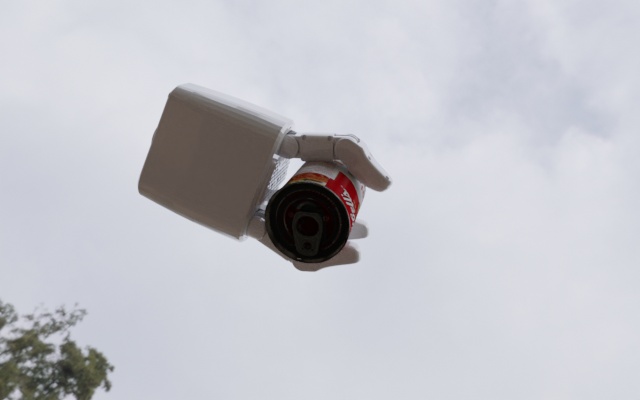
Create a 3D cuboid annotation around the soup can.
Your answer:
[{"bbox_3d":[0.001,0.001,0.411,0.068,0.068,0.102,0,19,13],"label":"soup can"}]
